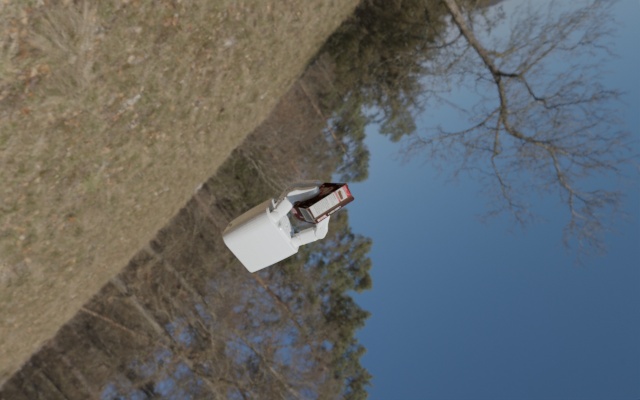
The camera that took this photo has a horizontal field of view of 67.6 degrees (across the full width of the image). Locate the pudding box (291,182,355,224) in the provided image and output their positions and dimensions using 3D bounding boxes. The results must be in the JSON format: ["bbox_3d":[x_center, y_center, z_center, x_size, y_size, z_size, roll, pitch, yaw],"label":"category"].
[{"bbox_3d":[0.000,0.003,0.893,0.090,0.039,0.113,-33,16,-16],"label":"pudding box"}]
